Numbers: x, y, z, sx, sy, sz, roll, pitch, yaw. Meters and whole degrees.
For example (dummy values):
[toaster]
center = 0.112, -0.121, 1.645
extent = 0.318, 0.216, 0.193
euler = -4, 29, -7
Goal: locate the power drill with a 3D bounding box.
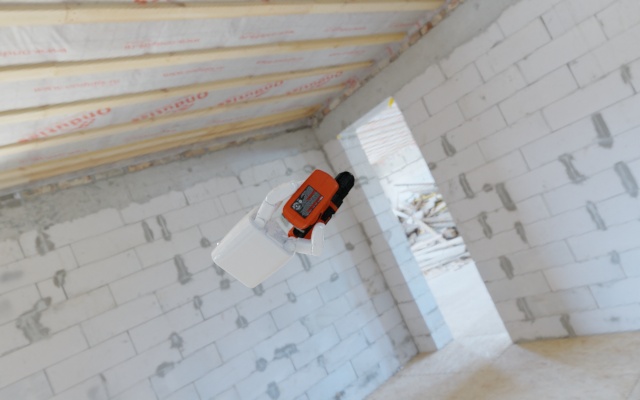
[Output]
[power drill]
center = 0.000, 0.003, 0.895
extent = 0.057, 0.184, 0.188
euler = 37, -6, 12
